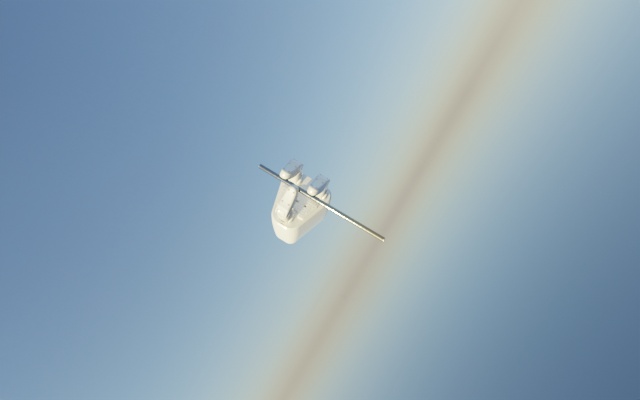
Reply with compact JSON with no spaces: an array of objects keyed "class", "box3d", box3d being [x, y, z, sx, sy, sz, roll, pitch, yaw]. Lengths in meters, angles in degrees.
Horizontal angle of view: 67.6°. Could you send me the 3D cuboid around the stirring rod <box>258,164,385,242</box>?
[{"class":"stirring rod","box3d":[0.000,0.003,0.786,0.239,0.011,0.011,31,5,8]}]
